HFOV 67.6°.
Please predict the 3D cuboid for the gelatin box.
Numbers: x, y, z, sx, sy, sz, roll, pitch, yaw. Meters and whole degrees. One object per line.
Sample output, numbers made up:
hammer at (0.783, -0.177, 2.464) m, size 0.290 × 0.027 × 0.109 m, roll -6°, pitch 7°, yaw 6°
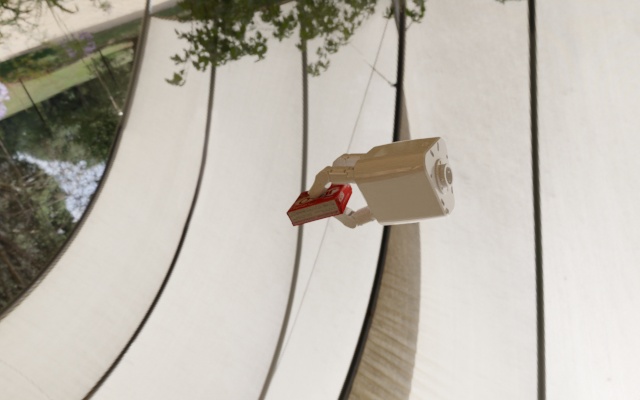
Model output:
gelatin box at (0.000, 0.003, 0.745) m, size 0.089 × 0.030 × 0.073 m, roll -17°, pitch 20°, yaw 24°
